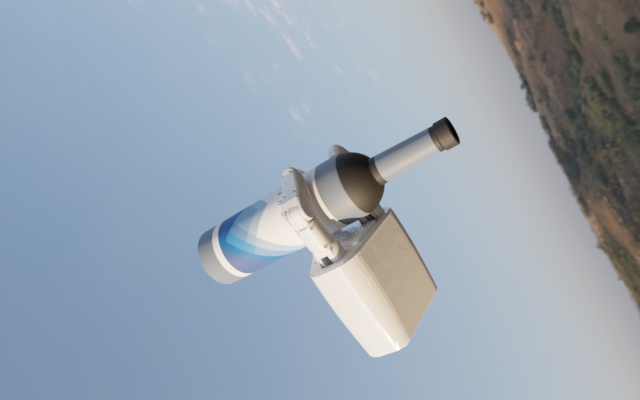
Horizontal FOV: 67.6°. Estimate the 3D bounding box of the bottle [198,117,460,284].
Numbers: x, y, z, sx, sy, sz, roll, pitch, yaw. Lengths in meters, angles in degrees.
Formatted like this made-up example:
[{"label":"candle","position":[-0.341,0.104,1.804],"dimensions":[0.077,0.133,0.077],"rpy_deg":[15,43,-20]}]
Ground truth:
[{"label":"bottle","position":[0.000,0.002,0.482],"dimensions":[0.296,0.069,0.069],"rpy_deg":[-29,-14,27]}]
